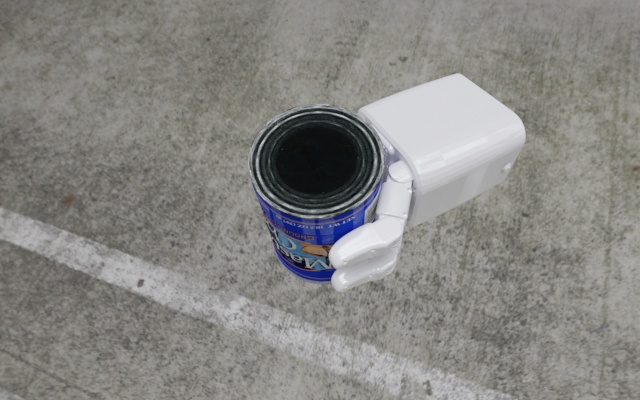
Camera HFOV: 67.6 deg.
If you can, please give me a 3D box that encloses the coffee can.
[{"bbox_3d":[0.000,0.001,0.415,0.103,0.102,0.140,0,-29,3],"label":"coffee can"}]
